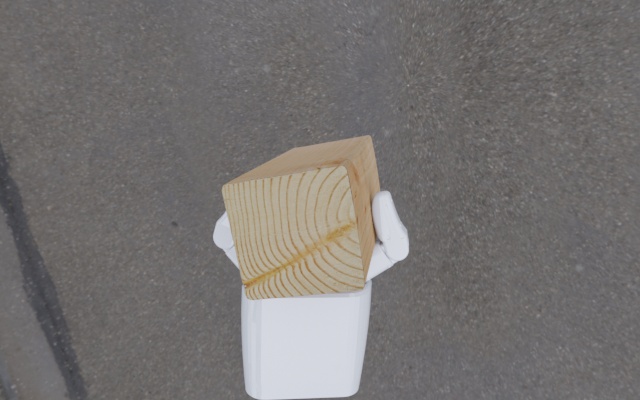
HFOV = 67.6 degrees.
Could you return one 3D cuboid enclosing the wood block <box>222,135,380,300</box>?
[{"bbox_3d":[0.000,0.002,0.426,0.091,0.090,0.206,-7,12,12],"label":"wood block"}]
